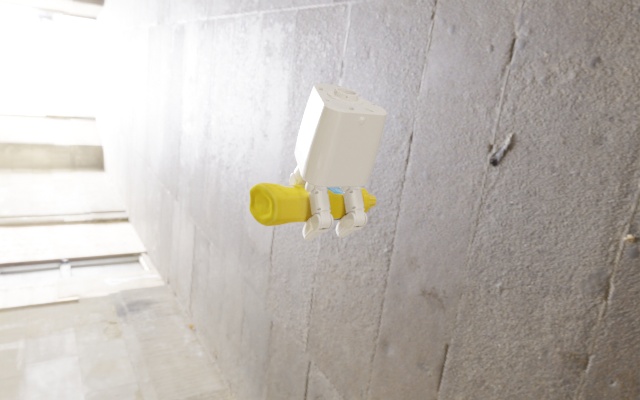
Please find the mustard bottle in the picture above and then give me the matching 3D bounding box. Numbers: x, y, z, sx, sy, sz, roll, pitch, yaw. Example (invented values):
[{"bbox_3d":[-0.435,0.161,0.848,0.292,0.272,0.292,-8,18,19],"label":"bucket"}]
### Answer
[{"bbox_3d":[0.000,0.003,0.695,0.191,0.058,0.096,-2,7,-30],"label":"mustard bottle"}]
